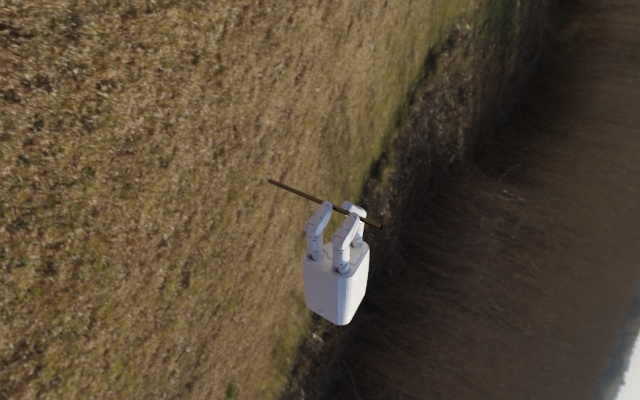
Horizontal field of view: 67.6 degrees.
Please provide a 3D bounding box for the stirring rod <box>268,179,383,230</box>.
[{"bbox_3d":[0.000,0.003,0.786,0.239,0.011,0.011,23,13,34],"label":"stirring rod"}]
